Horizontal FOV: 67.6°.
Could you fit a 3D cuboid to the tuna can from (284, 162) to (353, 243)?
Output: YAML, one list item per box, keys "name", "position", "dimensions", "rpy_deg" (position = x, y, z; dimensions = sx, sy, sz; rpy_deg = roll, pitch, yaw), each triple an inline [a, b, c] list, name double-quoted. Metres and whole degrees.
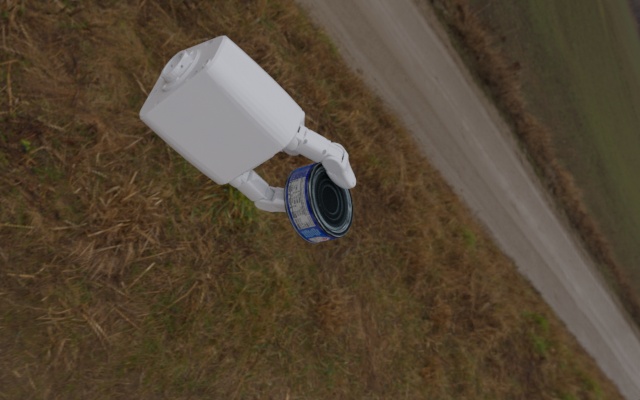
- name: "tuna can"
  position: [0.001, 0.002, 0.516]
  dimensions: [0.034, 0.086, 0.086]
  rpy_deg: [-15, -8, 33]
